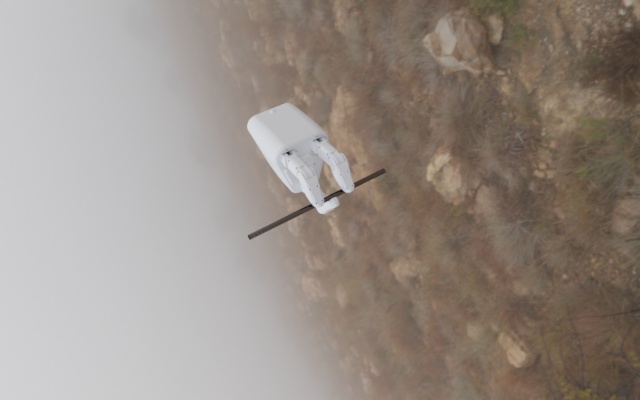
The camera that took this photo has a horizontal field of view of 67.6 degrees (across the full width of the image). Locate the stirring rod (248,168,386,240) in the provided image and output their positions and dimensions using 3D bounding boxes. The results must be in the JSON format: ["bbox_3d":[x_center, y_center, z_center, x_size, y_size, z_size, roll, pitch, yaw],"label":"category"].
[{"bbox_3d":[0.000,0.002,0.715,0.239,0.011,0.011,-26,10,-21],"label":"stirring rod"}]
